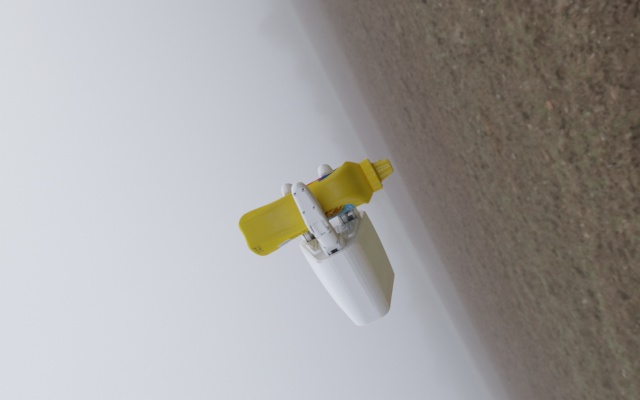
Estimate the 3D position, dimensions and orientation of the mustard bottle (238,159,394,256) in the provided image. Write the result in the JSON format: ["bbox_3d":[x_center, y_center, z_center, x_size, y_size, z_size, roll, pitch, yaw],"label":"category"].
[{"bbox_3d":[0.000,0.002,0.582,0.191,0.058,0.096,-27,-7,6],"label":"mustard bottle"}]
